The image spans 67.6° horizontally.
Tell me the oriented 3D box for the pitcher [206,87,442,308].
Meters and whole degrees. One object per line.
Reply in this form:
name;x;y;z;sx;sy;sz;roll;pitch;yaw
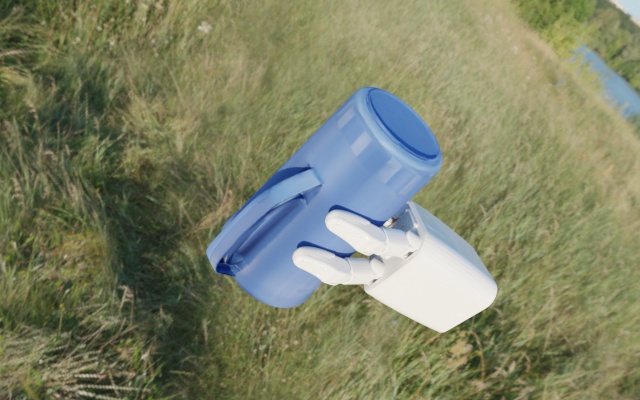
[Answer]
pitcher;0.000;0.002;0.499;0.145;0.149;0.243;34;-55;-16
